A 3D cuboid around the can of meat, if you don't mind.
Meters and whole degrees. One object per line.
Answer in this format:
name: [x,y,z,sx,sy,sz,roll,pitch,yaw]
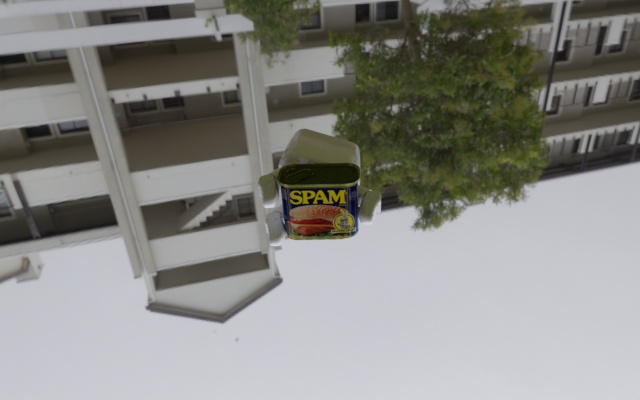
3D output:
can of meat: [0.000,0.002,0.610,0.102,0.084,0.057,-1,30,4]
